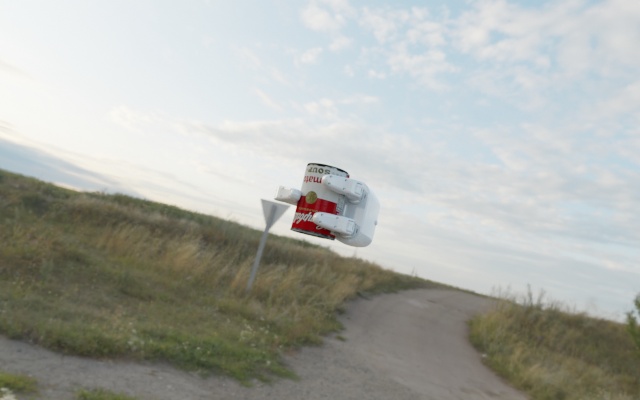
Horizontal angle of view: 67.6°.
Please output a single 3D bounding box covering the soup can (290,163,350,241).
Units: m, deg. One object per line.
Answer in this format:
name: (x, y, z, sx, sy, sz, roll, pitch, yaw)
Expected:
soup can: (0.000, 0.002, 0.705, 0.068, 0.102, 0.068, 14, -6, 2)
